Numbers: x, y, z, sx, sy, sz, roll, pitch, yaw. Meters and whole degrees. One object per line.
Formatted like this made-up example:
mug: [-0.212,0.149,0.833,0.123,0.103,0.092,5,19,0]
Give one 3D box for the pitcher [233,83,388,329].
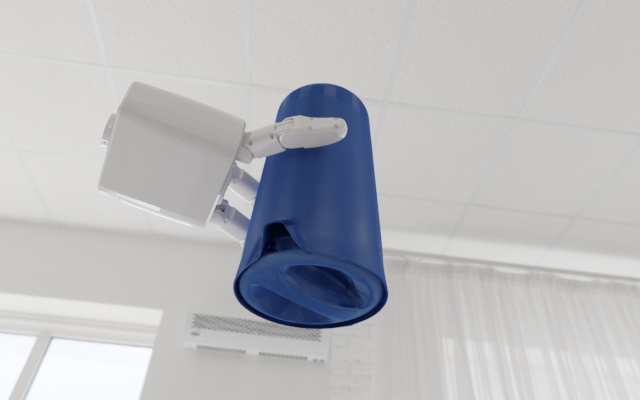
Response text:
pitcher: [0.000,0.002,0.490,0.145,0.242,0.149,18,-42,-16]
